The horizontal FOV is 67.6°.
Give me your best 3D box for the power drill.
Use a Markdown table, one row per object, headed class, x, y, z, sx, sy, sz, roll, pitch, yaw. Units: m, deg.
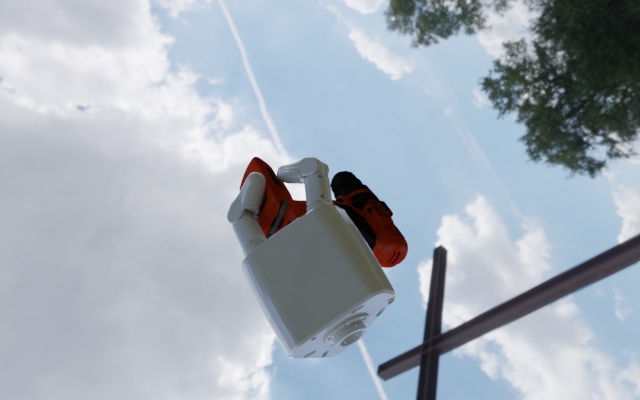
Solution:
| class | x | y | z | sx | sy | sz | roll | pitch | yaw |
| --- | --- | --- | --- | --- | --- | --- | --- | --- | --- |
| power drill | 0.000 | 0.002 | 0.587 | 0.188 | 0.057 | 0.184 | 12 | 26 | -29 |
